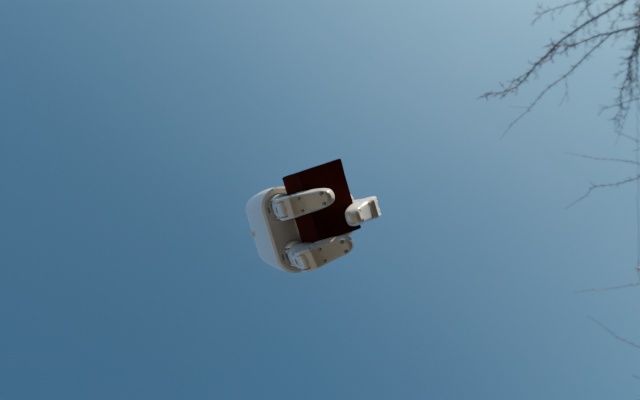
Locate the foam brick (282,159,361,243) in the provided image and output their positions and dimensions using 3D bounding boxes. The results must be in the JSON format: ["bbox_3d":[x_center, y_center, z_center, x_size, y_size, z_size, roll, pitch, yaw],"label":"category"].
[{"bbox_3d":[0.000,0.001,0.510,0.053,0.078,0.051,-18,4,-23],"label":"foam brick"}]
